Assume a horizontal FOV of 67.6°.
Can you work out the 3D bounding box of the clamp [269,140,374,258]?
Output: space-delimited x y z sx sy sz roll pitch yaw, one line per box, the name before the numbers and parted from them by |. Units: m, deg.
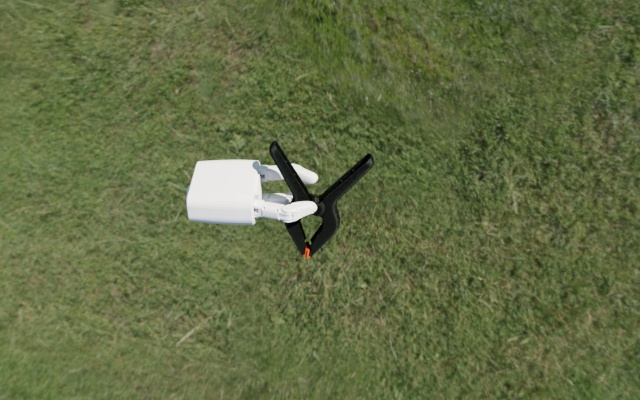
clamp | 0.000 0.003 0.788 0.164 0.210 0.036 2 29 1
